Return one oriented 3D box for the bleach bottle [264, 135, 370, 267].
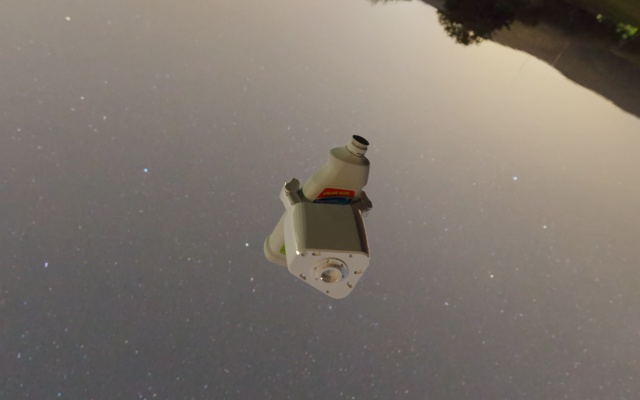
[{"bbox_3d":[0.000,0.003,0.774,0.102,0.251,0.068,19,31,-17],"label":"bleach bottle"}]
